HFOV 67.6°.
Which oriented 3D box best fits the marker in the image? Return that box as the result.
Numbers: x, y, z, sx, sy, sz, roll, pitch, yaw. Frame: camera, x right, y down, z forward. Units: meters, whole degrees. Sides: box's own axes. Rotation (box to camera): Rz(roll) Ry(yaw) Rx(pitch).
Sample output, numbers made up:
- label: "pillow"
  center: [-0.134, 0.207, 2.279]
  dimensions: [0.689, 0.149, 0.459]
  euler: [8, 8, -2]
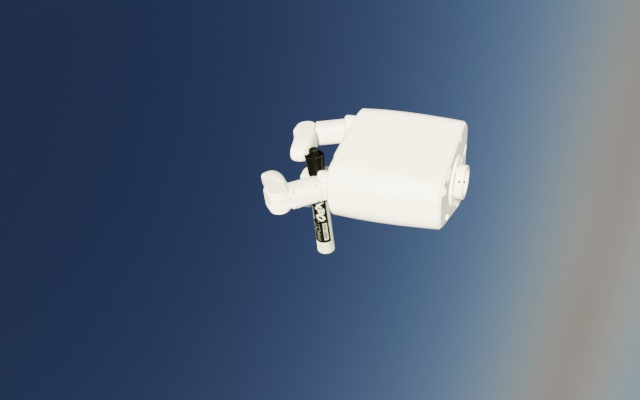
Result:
- label: "marker"
  center: [0.000, 0.002, 0.481]
  dimensions: [0.020, 0.121, 0.020]
  euler: [-5, 33, 3]
